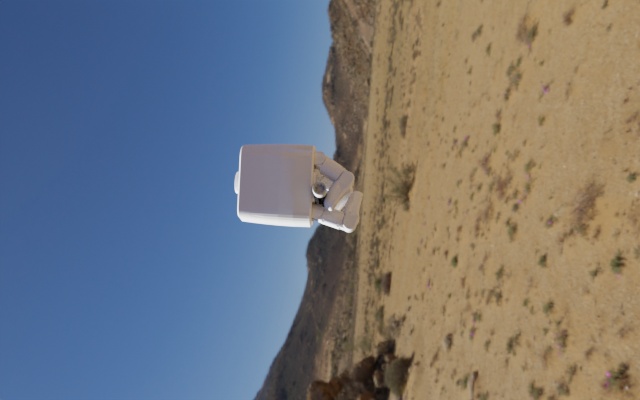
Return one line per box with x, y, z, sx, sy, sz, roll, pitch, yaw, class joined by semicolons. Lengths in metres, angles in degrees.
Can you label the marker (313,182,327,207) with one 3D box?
0.000;0.002;0.694;0.020;0.020;0.121;0;-18;1;marker
